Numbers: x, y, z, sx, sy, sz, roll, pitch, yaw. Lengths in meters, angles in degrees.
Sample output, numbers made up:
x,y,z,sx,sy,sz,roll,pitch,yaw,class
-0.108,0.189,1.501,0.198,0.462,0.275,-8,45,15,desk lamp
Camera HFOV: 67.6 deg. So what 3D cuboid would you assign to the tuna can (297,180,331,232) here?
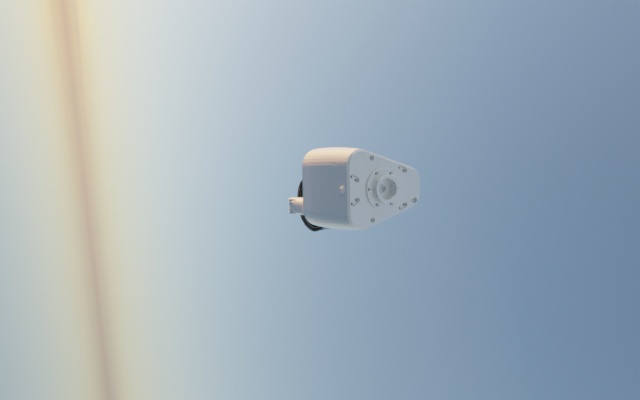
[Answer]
x,y,z,sx,sy,sz,roll,pitch,yaw,class
0.001,0.002,0.722,0.034,0.086,0.086,-7,4,-32,tuna can
